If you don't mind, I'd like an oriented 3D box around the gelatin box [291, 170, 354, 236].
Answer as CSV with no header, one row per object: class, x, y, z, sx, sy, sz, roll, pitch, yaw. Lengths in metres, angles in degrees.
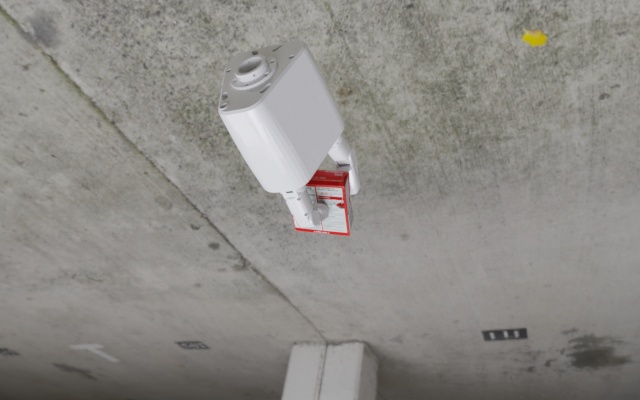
gelatin box,0.000,0.002,0.584,0.073,0.089,0.030,4,46,14
